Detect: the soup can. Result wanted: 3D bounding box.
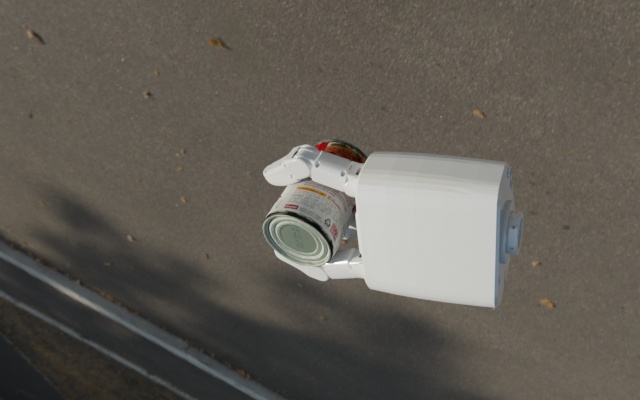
[{"bbox_3d":[-0.001,0.001,0.435,0.068,0.068,0.102,0,42,33],"label":"soup can"}]
